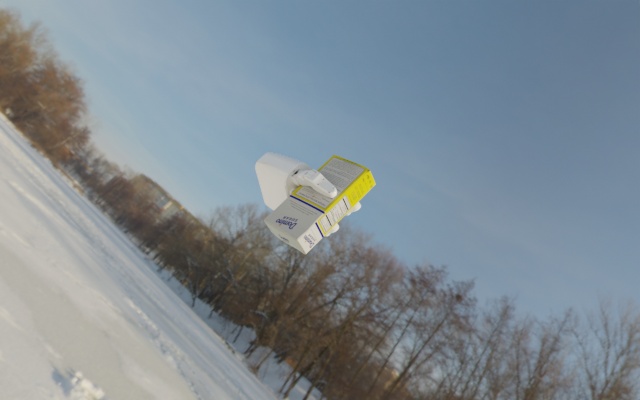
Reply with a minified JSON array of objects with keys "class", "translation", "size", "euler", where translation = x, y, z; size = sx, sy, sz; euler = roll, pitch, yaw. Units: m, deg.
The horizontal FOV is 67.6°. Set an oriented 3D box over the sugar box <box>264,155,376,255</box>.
[{"class":"sugar box","translation":[0.000,0.003,0.800],"size":[0.093,0.176,0.048],"euler":[27,-25,44]}]
